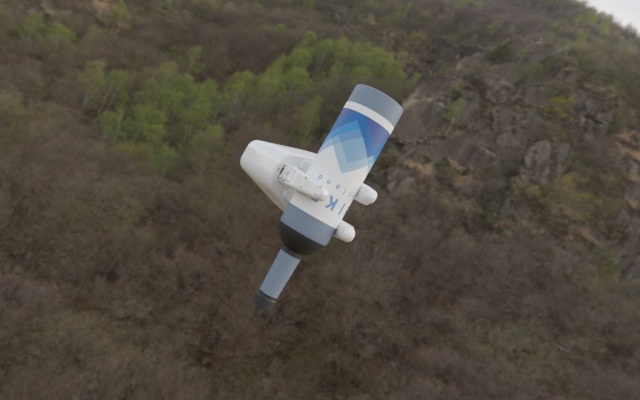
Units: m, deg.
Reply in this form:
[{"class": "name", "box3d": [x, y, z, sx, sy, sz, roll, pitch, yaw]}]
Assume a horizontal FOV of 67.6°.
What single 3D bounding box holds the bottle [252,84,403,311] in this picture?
[{"class": "bottle", "box3d": [0.000, 0.002, 0.590, 0.069, 0.295, 0.069, 30, 0, 0]}]
